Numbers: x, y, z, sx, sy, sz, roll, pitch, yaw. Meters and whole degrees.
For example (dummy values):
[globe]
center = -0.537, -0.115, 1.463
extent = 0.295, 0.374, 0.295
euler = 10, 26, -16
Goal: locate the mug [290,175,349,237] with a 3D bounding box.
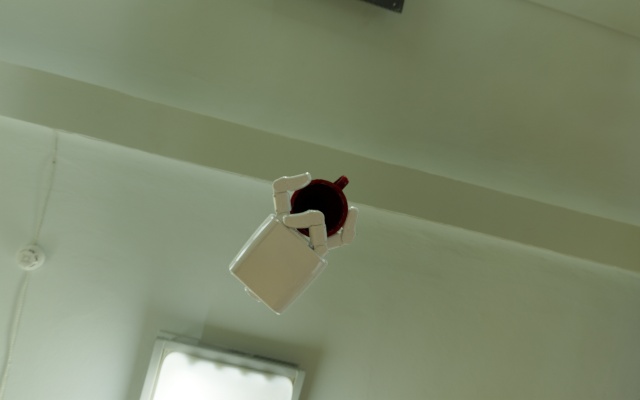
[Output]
[mug]
center = 0.001, 0.001, 0.780
extent = 0.093, 0.117, 0.081
euler = 43, -3, -8
